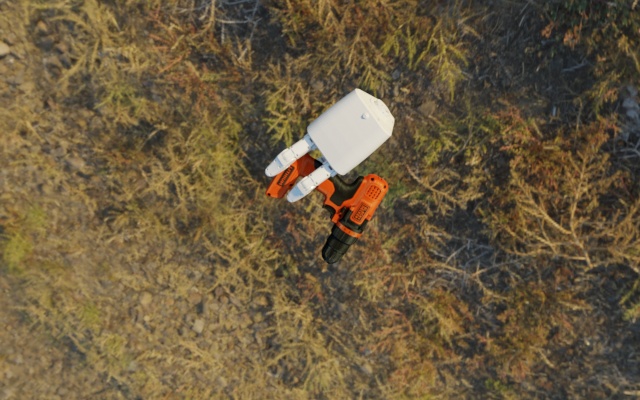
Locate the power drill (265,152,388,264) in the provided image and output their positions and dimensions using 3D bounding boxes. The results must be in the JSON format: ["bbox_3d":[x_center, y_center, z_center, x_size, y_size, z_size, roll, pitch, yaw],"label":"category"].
[{"bbox_3d":[0.000,0.002,0.850,0.187,0.184,0.057,30,12,-8],"label":"power drill"}]
